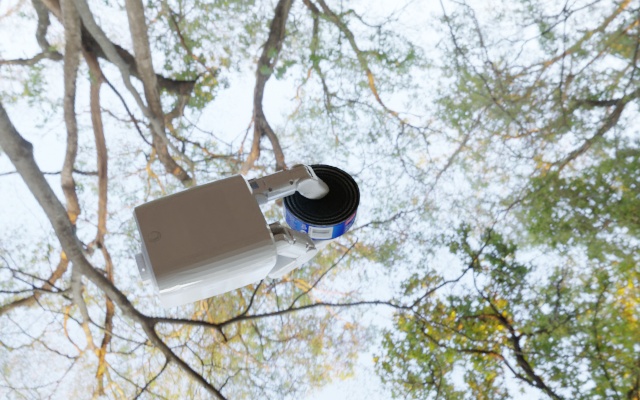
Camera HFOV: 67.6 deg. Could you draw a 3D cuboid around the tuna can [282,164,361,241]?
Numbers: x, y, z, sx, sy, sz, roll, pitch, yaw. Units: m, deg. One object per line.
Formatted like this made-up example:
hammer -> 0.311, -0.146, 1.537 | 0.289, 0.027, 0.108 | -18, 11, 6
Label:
tuna can -> 0.000, 0.002, 0.533 | 0.086, 0.086, 0.034 | 0, -37, -5
